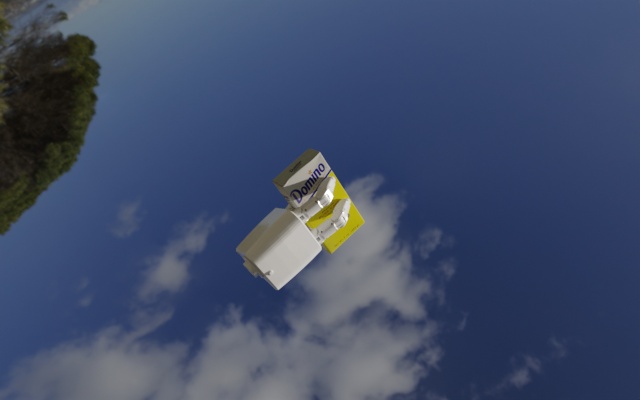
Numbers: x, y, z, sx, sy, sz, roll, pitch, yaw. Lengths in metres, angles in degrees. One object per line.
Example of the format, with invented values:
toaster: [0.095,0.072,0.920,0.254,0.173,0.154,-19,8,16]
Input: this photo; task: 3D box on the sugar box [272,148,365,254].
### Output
sugar box: [0.000,0.003,0.862,0.093,0.176,0.048,-43,34,-12]
